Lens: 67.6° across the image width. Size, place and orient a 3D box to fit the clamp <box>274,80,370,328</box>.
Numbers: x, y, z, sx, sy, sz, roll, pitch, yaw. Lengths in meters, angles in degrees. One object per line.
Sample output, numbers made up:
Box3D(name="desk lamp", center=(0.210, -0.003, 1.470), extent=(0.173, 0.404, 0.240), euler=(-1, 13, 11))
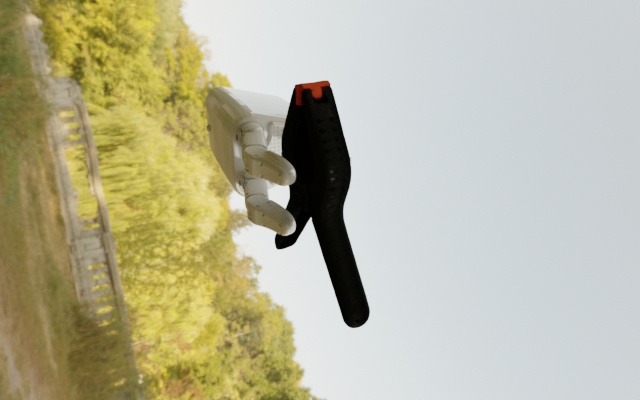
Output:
Box3D(name="clamp", center=(0.001, 0.001, 0.433), extent=(0.036, 0.210, 0.164), euler=(-15, 37, -27))
